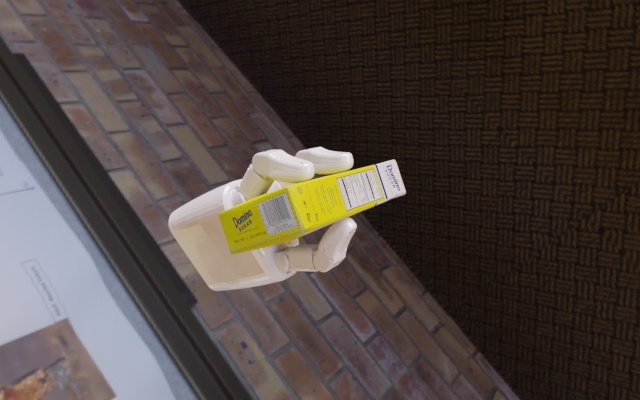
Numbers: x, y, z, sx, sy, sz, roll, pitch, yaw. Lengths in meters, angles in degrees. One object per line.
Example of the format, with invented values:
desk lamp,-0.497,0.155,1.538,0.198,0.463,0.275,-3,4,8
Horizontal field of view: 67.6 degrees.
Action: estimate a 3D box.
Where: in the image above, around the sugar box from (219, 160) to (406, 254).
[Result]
sugar box,0.000,0.001,0.463,0.093,0.048,0.176,-18,2,38
